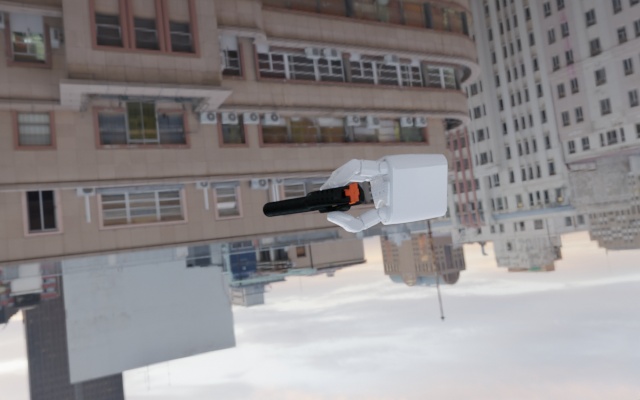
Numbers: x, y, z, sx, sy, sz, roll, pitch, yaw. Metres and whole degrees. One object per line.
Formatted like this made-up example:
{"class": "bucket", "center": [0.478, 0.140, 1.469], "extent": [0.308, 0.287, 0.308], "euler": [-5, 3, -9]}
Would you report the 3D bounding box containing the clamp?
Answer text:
{"class": "clamp", "center": [0.001, 0.003, 0.768], "extent": [0.164, 0.036, 0.210], "euler": [-5, -5, -16]}
